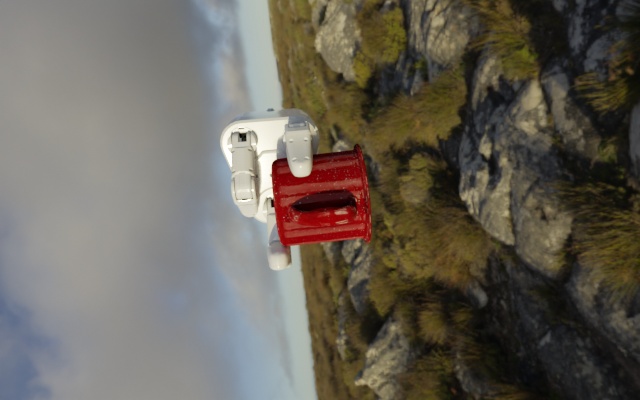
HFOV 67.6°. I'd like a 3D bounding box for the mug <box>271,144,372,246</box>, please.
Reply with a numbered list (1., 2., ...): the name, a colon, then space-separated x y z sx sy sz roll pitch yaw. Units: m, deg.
1. mug: 0.000 0.002 0.429 0.081 0.093 0.117 -6 17 -2
